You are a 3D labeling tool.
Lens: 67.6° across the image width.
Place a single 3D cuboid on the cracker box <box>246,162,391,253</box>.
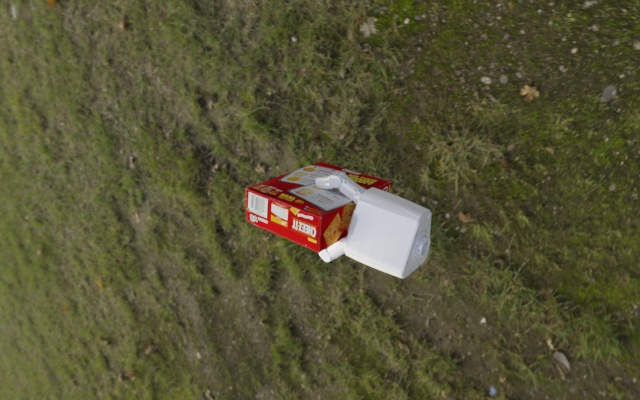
[{"bbox_3d":[0.000,0.003,0.845,0.164,0.072,0.213,19,27,33],"label":"cracker box"}]
